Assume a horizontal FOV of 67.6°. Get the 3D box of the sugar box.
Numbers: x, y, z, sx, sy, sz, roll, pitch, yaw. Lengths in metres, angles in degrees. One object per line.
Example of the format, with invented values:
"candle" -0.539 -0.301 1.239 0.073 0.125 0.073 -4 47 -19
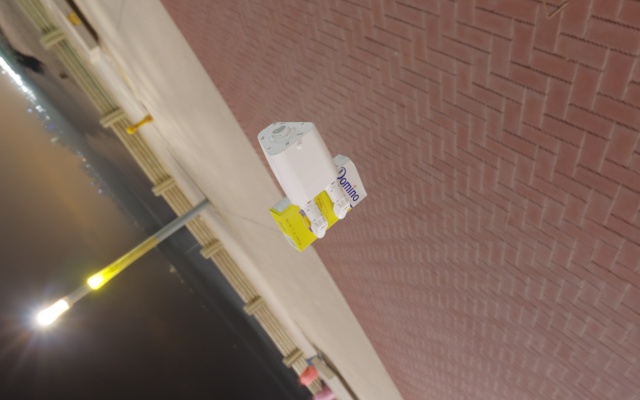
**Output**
"sugar box" 0.000 0.003 0.879 0.176 0.093 0.048 -39 35 -17
